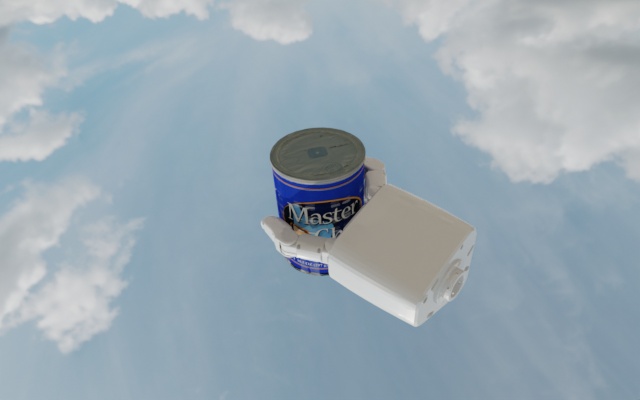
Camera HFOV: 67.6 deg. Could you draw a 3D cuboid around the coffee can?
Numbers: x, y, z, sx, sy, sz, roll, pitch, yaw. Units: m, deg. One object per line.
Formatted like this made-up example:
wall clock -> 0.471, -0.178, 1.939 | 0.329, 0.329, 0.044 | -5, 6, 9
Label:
coffee can -> 0.000, 0.002, 0.552 | 0.103, 0.140, 0.102 | -2, 39, 2
